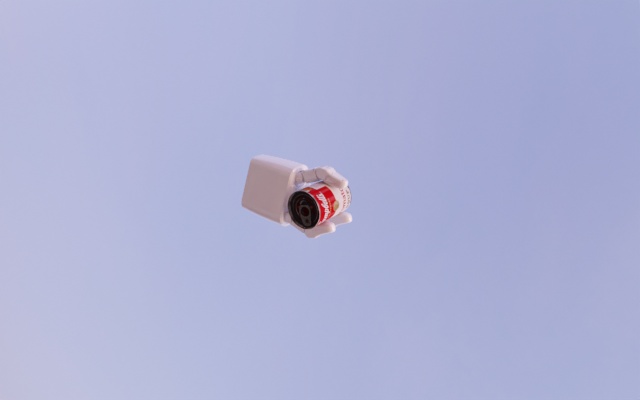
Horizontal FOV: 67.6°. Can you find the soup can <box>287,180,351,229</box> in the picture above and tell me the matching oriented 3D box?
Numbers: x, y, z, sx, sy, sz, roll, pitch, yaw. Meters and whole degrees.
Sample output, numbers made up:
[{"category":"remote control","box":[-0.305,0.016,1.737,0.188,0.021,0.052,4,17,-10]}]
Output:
[{"category":"soup can","box":[0.001,0.003,0.835,0.068,0.068,0.102,0,16,37]}]
